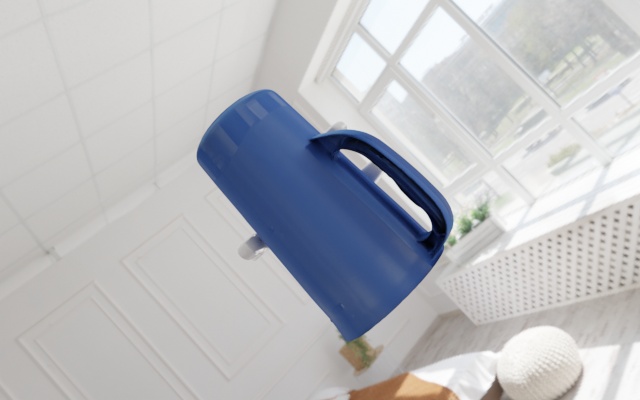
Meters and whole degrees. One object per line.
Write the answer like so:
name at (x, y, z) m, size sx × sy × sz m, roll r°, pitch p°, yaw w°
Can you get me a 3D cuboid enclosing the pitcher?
pitcher at (0.000, 0.002, 0.472) m, size 0.149 × 0.243 × 0.145 m, roll -43°, pitch -5°, yaw -8°
